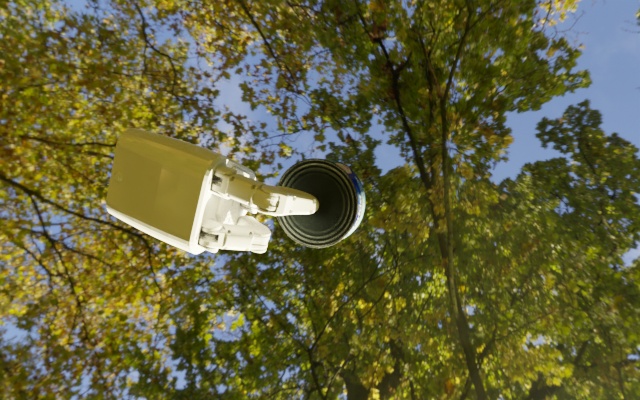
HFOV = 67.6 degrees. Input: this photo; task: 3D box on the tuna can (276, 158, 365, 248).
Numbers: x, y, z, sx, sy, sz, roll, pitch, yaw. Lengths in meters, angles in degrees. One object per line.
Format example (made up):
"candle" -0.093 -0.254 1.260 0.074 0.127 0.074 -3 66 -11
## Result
"tuna can" 0.000 0.002 0.469 0.086 0.086 0.034 0 5 20
